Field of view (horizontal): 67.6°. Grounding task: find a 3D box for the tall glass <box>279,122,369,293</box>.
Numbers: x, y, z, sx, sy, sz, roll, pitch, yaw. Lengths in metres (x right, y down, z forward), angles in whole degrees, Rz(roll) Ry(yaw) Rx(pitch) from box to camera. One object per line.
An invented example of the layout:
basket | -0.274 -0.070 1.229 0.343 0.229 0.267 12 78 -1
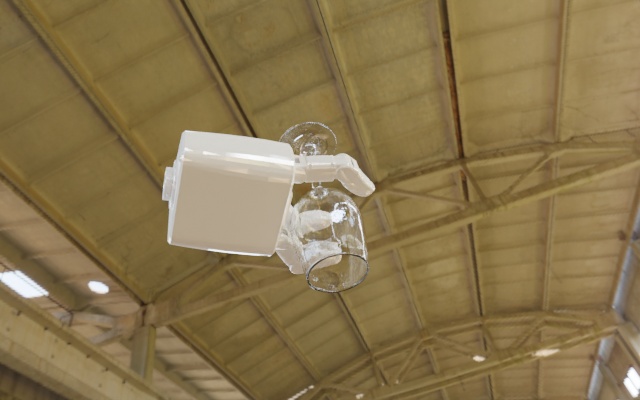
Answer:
tall glass | 0.000 0.001 0.527 0.079 0.079 0.200 0 44 -14
